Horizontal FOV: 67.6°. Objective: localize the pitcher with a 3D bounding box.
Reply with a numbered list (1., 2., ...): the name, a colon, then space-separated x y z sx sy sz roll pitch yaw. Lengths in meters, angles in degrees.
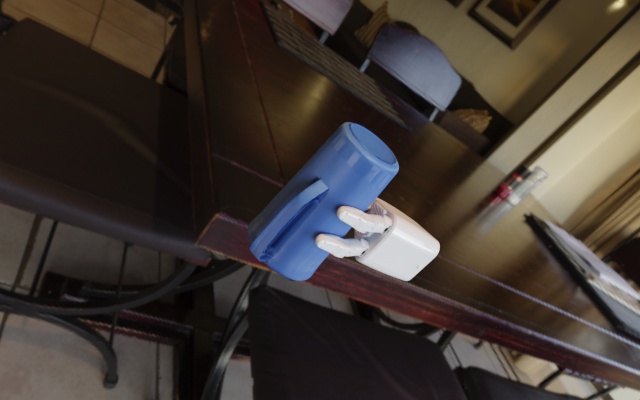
1. pitcher: 0.000 0.002 0.732 0.145 0.243 0.149 29 26 -25
